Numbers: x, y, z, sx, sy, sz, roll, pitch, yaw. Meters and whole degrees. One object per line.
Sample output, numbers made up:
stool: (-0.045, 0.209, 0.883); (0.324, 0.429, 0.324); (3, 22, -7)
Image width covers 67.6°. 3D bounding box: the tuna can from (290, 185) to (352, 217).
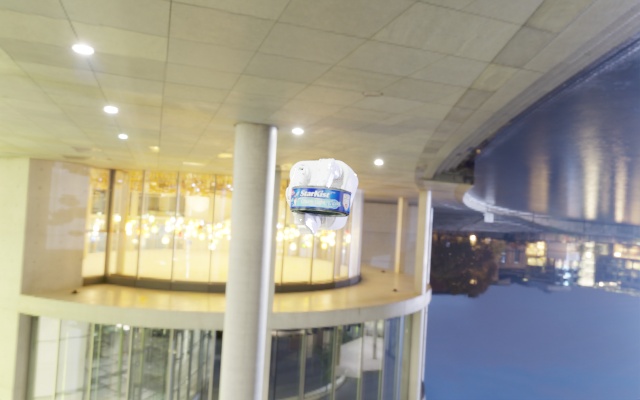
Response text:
tuna can: (0.000, 0.003, 0.670); (0.086, 0.033, 0.086); (5, -7, 1)
